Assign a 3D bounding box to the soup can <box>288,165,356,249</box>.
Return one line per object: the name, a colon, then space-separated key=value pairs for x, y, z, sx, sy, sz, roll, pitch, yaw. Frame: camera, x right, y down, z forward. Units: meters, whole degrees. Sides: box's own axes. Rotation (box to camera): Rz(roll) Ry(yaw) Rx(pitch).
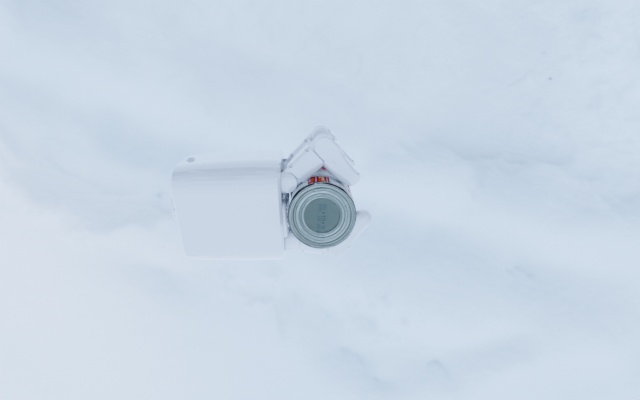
soup can: x=0.001 y=0.002 z=0.499 sx=0.068 sy=0.068 sz=0.102 roll=0 pitch=16 yaw=-1
